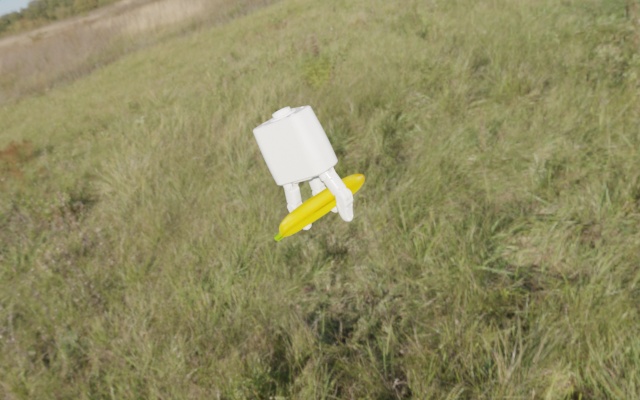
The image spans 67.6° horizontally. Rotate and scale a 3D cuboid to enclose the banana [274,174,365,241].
[{"bbox_3d":[0.001,0.004,0.826,0.198,0.037,0.069,-33,6,-11],"label":"banana"}]
